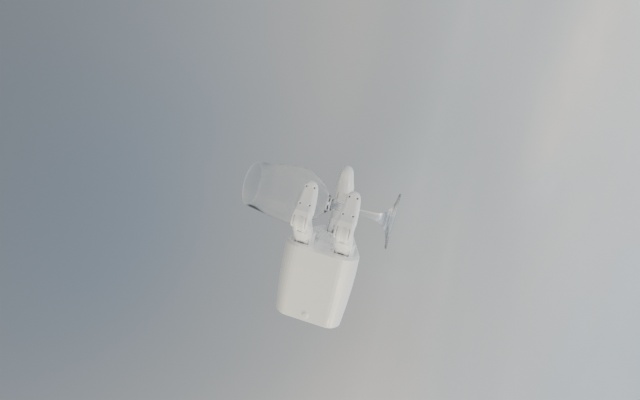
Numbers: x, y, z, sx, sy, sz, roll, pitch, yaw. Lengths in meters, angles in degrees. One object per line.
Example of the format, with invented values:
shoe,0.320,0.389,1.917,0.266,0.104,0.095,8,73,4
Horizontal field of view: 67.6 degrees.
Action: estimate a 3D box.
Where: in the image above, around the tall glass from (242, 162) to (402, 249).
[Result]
tall glass,0.001,0.002,0.634,0.201,0.079,0.079,15,3,11
